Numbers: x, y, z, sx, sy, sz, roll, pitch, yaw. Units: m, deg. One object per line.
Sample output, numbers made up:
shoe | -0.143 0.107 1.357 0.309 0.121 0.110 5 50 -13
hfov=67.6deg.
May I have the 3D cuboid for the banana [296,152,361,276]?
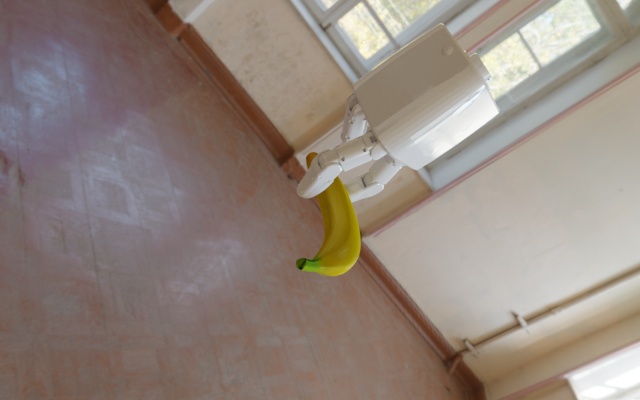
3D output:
banana | 0.012 0.016 0.506 0.037 0.070 0.197 -34 28 21
